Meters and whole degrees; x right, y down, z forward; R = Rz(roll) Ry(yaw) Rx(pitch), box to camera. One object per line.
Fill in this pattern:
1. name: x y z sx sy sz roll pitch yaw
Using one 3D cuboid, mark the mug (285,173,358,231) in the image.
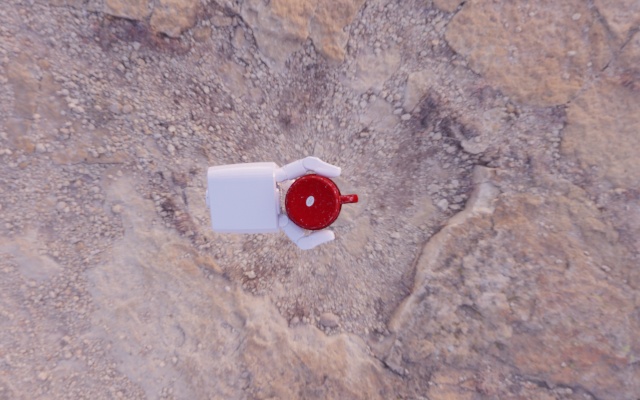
1. mug: 0.002 0.002 0.738 0.117 0.093 0.081 -2 0 1
